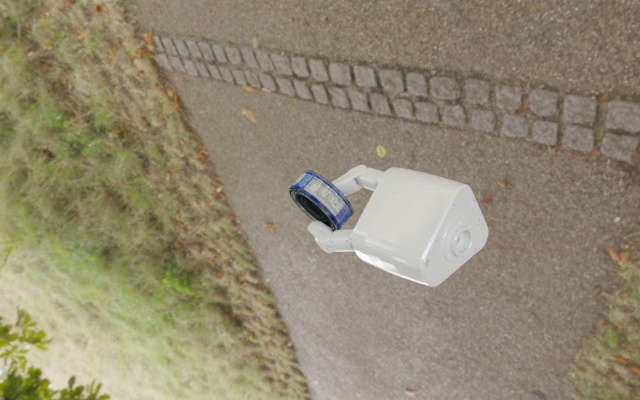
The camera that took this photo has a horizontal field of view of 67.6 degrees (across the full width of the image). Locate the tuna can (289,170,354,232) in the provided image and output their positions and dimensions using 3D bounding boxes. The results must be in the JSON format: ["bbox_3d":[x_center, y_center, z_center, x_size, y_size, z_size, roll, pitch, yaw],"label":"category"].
[{"bbox_3d":[0.000,0.002,0.621,0.086,0.033,0.086,39,-15,12],"label":"tuna can"}]
